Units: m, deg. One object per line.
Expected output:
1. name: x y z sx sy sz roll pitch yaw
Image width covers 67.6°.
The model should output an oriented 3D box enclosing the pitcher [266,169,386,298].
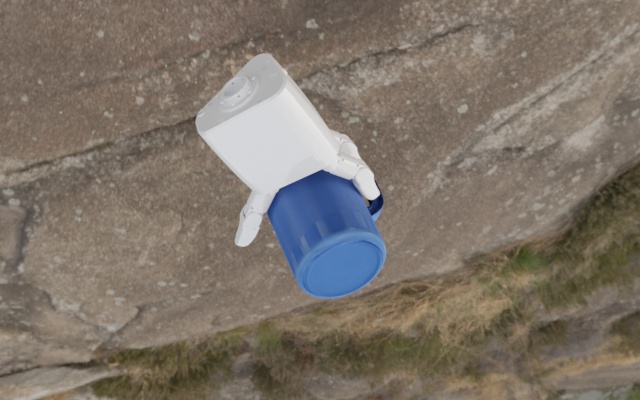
1. pitcher: 0.000 0.002 0.618 0.149 0.242 0.145 -34 -47 7
